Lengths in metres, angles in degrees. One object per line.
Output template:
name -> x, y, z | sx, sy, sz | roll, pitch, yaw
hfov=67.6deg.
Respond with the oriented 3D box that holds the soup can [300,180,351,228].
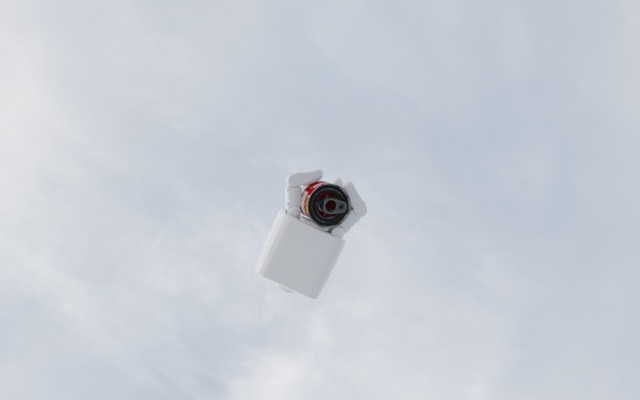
soup can -> 0.000, 0.002, 0.764 | 0.068, 0.068, 0.102 | 0, 7, -15
